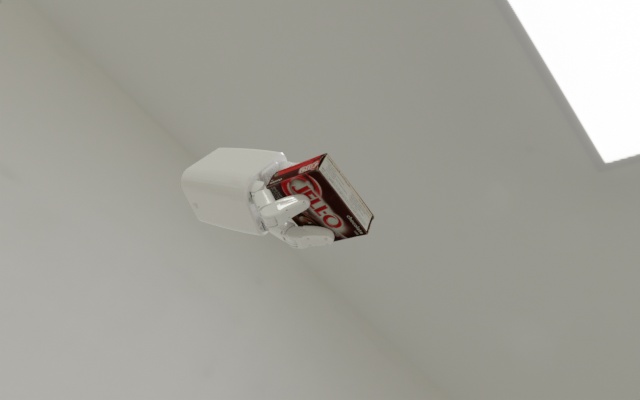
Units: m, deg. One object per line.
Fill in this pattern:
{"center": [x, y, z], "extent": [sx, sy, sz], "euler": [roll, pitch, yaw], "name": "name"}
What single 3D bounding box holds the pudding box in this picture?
{"center": [0.000, 0.002, 0.602], "extent": [0.090, 0.039, 0.113], "euler": [-16, -55, 41], "name": "pudding box"}
